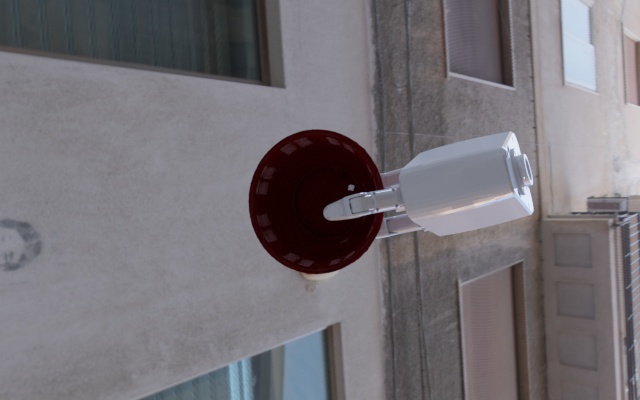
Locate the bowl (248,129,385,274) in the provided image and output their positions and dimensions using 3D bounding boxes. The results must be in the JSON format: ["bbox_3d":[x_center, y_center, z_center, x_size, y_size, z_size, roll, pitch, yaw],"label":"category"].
[{"bbox_3d":[-0.001,0.002,0.555,0.162,0.162,0.055,0,-1,18],"label":"bowl"}]
